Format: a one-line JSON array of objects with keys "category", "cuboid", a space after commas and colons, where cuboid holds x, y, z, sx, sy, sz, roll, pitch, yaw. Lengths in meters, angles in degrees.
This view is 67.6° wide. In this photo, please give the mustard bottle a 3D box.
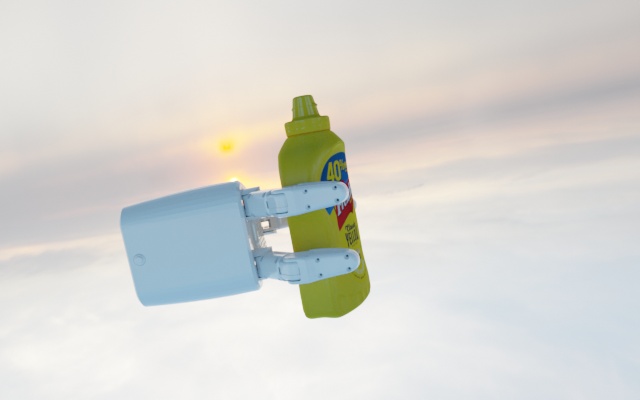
[{"category": "mustard bottle", "cuboid": [0.000, 0.002, 0.434, 0.058, 0.191, 0.096, -8, 7, 24]}]
